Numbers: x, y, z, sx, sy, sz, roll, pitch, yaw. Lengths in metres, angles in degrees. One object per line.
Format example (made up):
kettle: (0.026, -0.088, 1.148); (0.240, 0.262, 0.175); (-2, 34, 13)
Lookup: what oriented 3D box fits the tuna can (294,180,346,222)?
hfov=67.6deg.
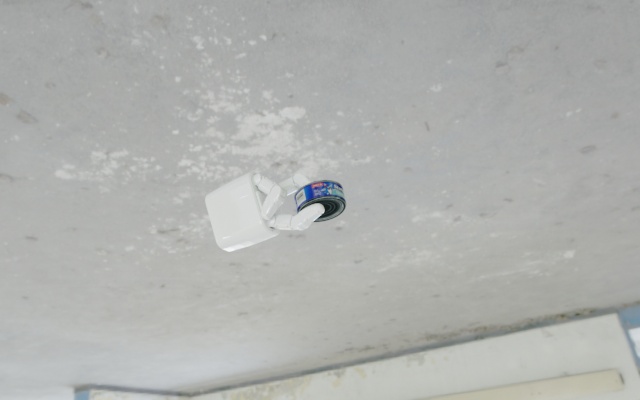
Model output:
tuna can: (0.000, 0.003, 0.811); (0.086, 0.033, 0.086); (-9, -30, -5)
